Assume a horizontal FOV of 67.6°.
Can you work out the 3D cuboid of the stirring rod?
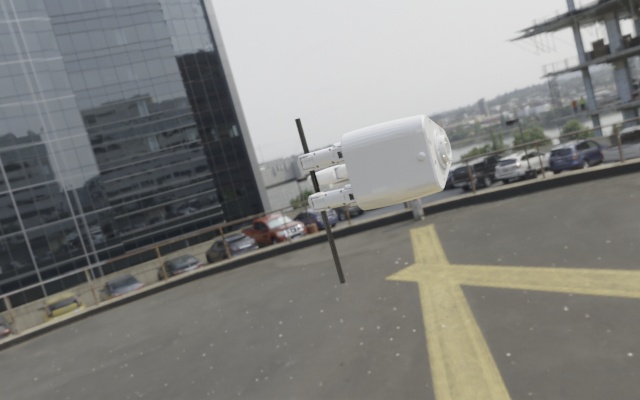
[{"bbox_3d":[0.000,0.002,0.672,0.011,0.239,0.011,-15,5,1],"label":"stirring rod"}]
